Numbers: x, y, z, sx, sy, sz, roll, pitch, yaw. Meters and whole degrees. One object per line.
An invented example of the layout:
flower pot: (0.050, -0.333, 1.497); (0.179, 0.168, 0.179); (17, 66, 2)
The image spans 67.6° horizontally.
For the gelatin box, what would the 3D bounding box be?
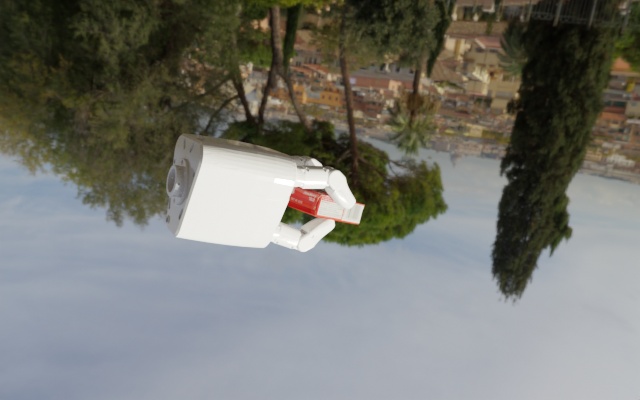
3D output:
gelatin box: (0.000, 0.002, 0.608); (0.073, 0.030, 0.089); (20, 5, 43)
